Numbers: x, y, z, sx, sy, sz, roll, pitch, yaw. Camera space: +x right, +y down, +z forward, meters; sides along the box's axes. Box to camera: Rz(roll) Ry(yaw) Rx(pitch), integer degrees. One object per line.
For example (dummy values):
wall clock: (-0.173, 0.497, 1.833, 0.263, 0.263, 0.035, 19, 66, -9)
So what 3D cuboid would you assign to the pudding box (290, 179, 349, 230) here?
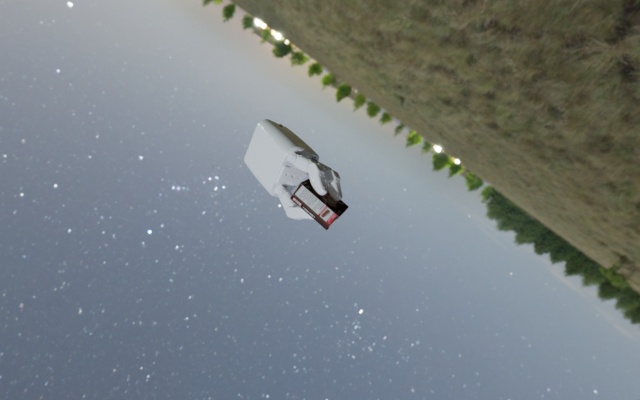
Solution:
pudding box: (0.000, 0.003, 0.864, 0.090, 0.039, 0.113, 40, 16, 3)
